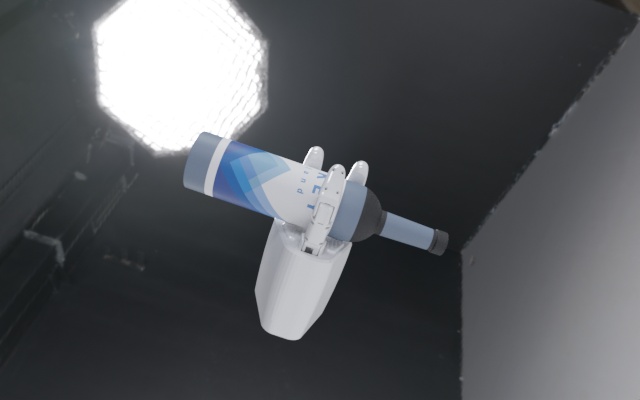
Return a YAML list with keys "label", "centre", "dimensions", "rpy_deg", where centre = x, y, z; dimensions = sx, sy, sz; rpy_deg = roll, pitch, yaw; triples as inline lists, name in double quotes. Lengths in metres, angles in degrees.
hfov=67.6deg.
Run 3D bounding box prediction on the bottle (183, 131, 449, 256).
- label: "bottle"
  centre: [0.000, 0.002, 0.534]
  dimensions: [0.296, 0.069, 0.069]
  rpy_deg: [19, -1, -2]
